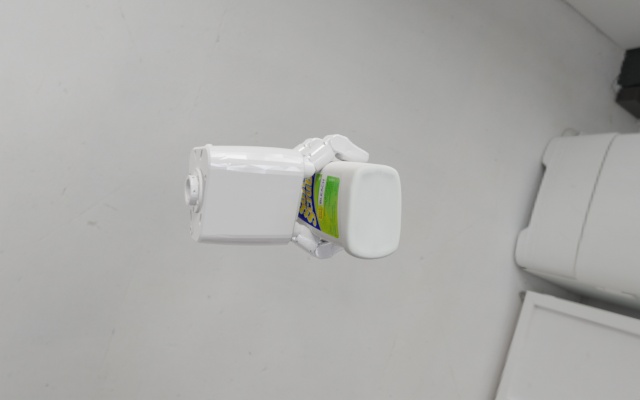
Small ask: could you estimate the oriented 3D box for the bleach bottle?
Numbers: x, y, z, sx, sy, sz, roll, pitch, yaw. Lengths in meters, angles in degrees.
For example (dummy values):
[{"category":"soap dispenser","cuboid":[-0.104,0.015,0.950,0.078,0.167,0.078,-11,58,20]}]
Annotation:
[{"category":"bleach bottle","cuboid":[0.000,0.002,0.598,0.068,0.102,0.251,0,4,-28]}]
